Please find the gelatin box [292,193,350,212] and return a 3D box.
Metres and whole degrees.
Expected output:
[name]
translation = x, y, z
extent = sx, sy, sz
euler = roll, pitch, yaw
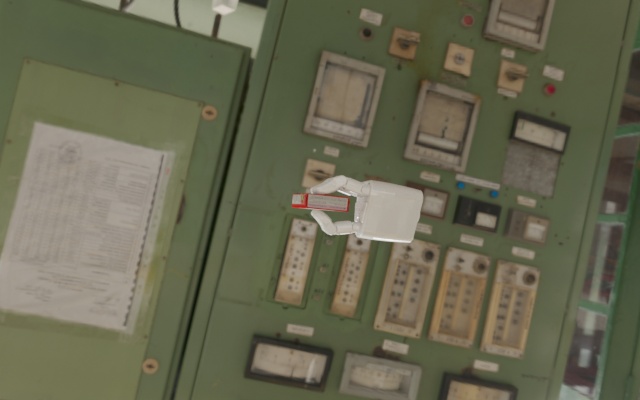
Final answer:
[gelatin box]
translation = 0.000, 0.003, 0.899
extent = 0.089, 0.030, 0.073
euler = 5, -1, -24
